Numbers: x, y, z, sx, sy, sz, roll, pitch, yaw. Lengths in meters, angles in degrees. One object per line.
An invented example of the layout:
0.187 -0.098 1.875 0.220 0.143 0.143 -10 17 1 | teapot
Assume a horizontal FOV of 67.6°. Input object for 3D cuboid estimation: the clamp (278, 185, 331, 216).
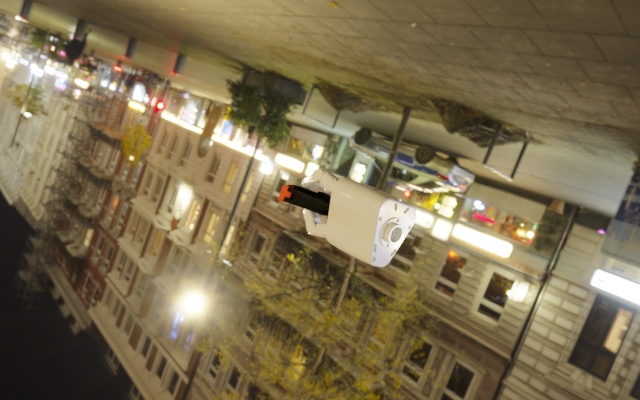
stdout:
0.000 0.004 0.850 0.210 0.036 0.164 16 8 -42 | clamp
